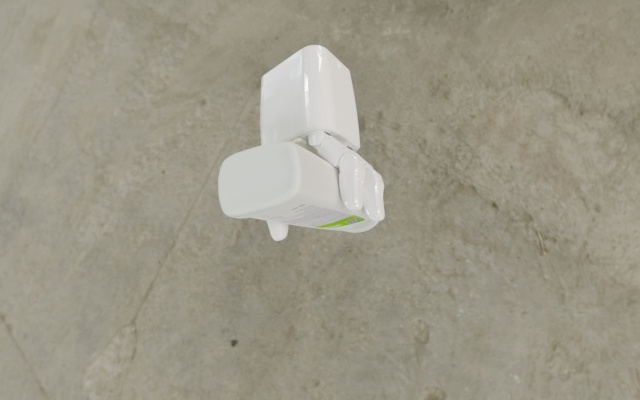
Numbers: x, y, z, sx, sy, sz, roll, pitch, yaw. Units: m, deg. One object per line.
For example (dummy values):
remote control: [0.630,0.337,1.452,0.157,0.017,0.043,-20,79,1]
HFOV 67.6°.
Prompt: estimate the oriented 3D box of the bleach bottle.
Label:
bleach bottle: [0.000,0.002,0.564,0.102,0.068,0.251,-13,-17,27]
